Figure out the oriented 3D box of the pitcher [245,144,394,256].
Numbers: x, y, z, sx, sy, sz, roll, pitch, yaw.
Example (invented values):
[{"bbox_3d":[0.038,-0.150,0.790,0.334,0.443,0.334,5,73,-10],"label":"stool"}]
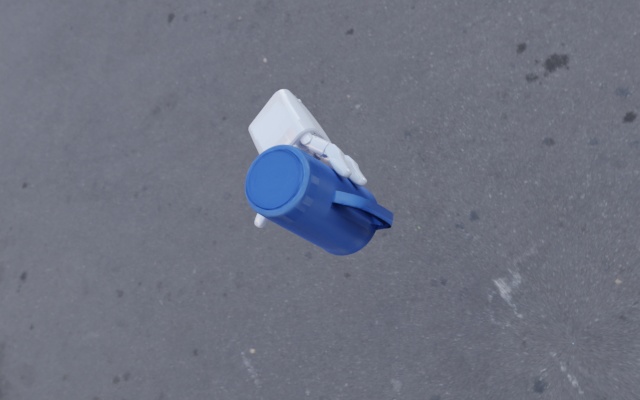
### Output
[{"bbox_3d":[0.000,0.002,0.757,0.149,0.145,0.243,-38,-30,13],"label":"pitcher"}]
